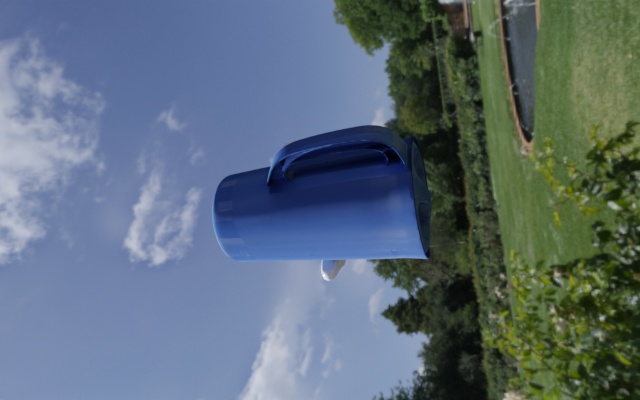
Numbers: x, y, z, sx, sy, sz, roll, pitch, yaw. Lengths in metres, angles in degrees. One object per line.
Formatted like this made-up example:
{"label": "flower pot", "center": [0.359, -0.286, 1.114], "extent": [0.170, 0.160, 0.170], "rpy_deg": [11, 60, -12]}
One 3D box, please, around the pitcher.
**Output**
{"label": "pitcher", "center": [0.000, 0.002, 0.546], "extent": [0.243, 0.149, 0.145], "rpy_deg": [-7, 5, 18]}
